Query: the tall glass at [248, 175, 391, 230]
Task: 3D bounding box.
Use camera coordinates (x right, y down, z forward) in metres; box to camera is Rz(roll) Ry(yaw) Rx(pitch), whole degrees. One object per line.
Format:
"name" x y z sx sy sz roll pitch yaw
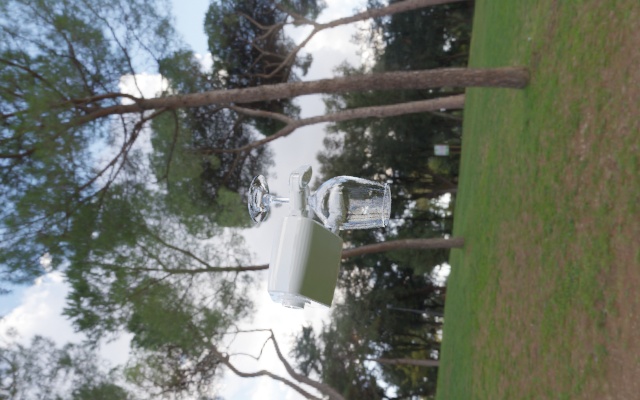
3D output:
"tall glass" -0.001 0.002 0.704 0.201 0.079 0.079 2 1 18
